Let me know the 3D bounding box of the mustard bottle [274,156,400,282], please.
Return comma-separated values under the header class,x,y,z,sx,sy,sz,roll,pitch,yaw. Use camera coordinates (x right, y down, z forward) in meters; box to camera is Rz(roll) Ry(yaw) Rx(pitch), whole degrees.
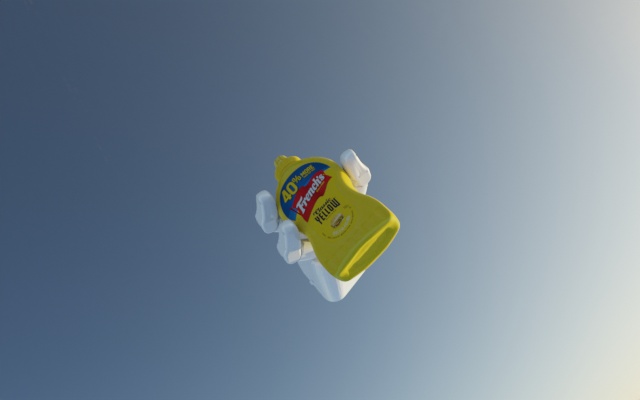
class,x,y,z,sx,sy,sz,roll,pitch,yaw
mustard bottle,0.000,0.002,0.577,0.191,0.096,0.058,45,5,37
